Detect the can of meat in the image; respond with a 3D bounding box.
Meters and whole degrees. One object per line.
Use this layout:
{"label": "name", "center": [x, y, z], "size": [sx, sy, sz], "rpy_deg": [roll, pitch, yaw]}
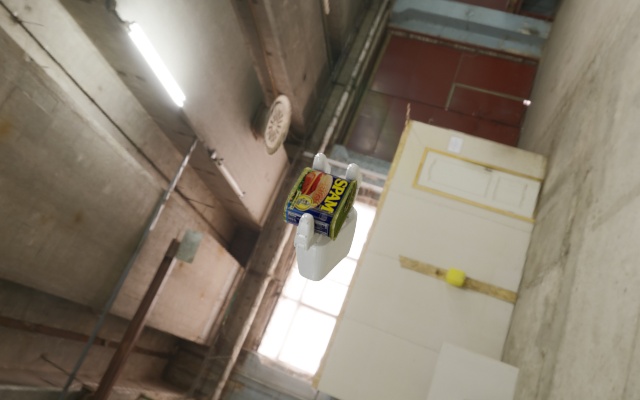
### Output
{"label": "can of meat", "center": [0.000, 0.002, 0.738], "size": [0.084, 0.102, 0.057], "rpy_deg": [18, -39, 13]}
